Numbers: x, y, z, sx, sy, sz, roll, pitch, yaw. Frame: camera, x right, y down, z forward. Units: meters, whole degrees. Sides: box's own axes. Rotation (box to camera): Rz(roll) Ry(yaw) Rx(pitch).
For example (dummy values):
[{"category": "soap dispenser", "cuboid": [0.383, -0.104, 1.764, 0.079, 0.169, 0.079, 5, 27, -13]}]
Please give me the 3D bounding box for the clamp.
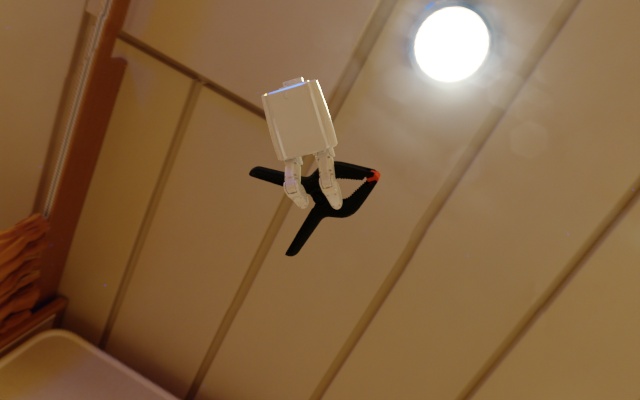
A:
[{"category": "clamp", "cuboid": [0.001, 0.002, 0.781, 0.210, 0.164, 0.036, -12, 14, 18]}]
